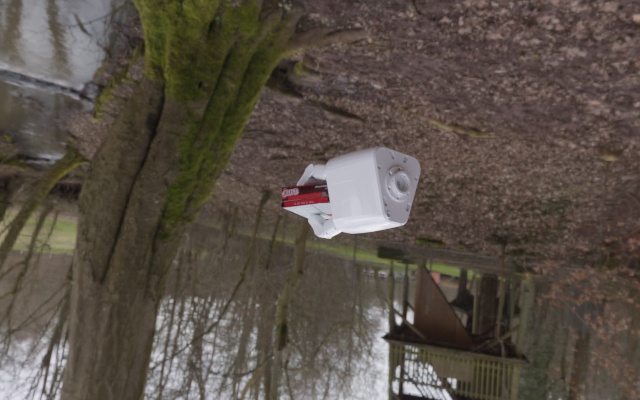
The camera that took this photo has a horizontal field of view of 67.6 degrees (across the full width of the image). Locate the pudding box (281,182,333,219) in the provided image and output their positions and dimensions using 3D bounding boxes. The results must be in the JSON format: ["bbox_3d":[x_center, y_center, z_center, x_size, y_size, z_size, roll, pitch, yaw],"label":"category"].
[{"bbox_3d":[0.000,0.003,0.786,0.090,0.039,0.113,-5,-16,25],"label":"pudding box"}]
